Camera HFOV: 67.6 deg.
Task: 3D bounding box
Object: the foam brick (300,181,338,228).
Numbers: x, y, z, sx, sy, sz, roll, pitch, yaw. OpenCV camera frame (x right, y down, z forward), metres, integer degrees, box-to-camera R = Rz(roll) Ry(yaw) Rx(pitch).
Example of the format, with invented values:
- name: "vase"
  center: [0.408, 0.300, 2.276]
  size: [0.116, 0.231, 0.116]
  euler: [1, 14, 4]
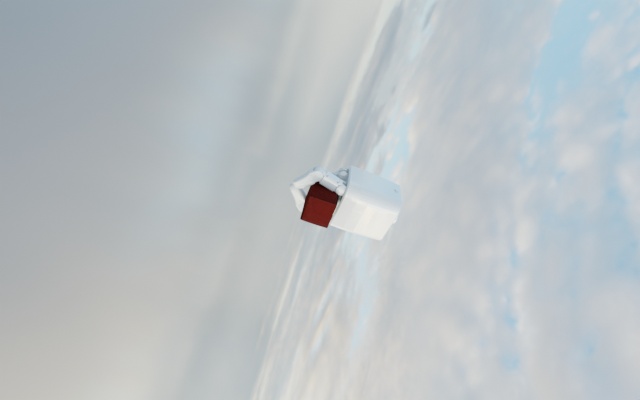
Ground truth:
- name: "foam brick"
  center: [0.000, 0.003, 0.851]
  size: [0.051, 0.053, 0.078]
  euler: [20, 29, -5]
